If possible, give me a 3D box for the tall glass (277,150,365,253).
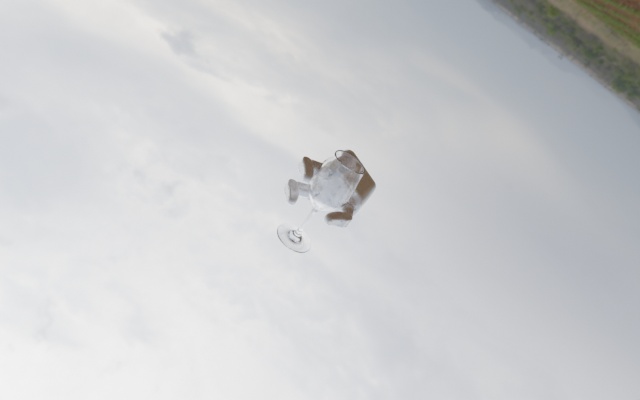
[{"bbox_3d":[0.000,0.003,0.869,0.079,0.079,0.201,0,-44,-46],"label":"tall glass"}]
